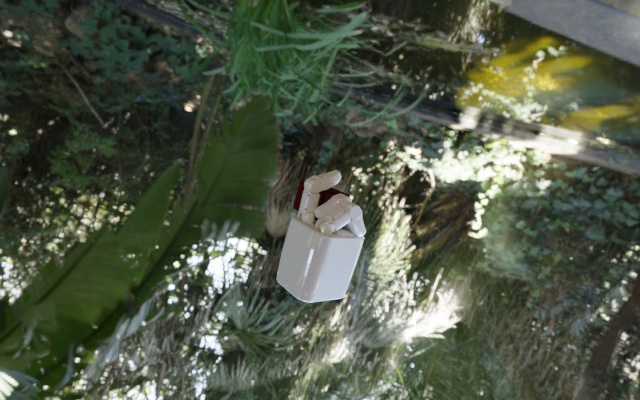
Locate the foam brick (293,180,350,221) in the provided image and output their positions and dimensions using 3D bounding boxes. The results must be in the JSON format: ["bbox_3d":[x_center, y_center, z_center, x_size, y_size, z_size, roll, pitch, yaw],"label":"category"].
[{"bbox_3d":[0.000,0.002,0.775,0.053,0.051,0.078,10,9,-35],"label":"foam brick"}]
